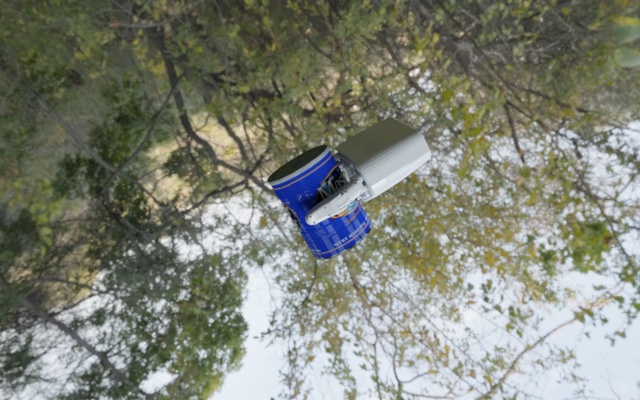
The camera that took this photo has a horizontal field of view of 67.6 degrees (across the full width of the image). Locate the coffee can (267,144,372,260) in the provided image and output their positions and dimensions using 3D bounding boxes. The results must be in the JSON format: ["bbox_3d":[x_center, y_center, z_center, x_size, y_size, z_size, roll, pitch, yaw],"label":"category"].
[{"bbox_3d":[0.000,0.002,0.715,0.103,0.140,0.102,-29,15,9],"label":"coffee can"}]
